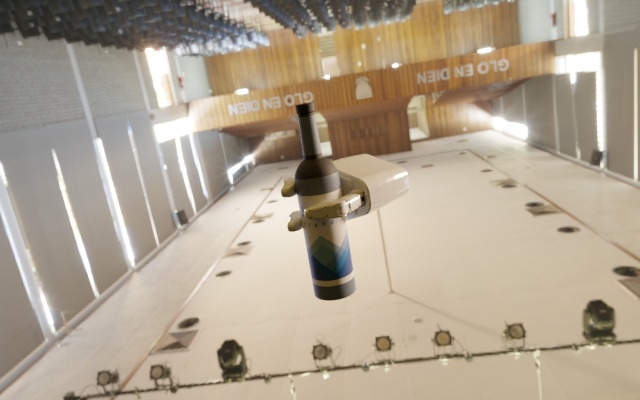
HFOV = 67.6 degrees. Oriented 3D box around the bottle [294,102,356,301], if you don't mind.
[{"bbox_3d":[0.000,0.003,0.719,0.069,0.296,0.069,-9,14,2],"label":"bottle"}]
